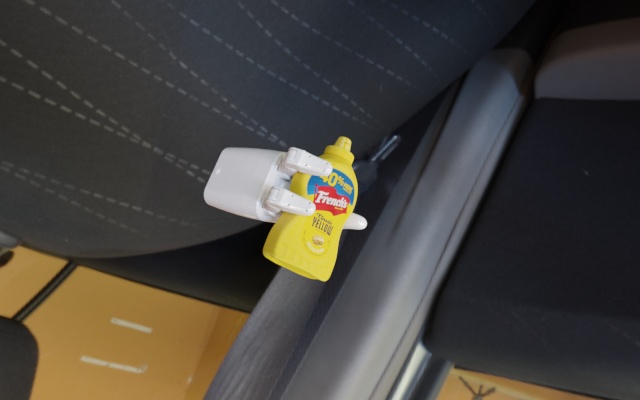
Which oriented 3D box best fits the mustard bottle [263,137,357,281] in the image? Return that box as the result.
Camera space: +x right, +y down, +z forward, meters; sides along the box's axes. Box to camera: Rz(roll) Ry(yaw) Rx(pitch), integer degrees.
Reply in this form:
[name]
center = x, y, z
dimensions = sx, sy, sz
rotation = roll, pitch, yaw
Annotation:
[mustard bottle]
center = 0.000, 0.002, 0.632
dimensions = 0.096, 0.191, 0.058
rotation = 31, -18, -31
